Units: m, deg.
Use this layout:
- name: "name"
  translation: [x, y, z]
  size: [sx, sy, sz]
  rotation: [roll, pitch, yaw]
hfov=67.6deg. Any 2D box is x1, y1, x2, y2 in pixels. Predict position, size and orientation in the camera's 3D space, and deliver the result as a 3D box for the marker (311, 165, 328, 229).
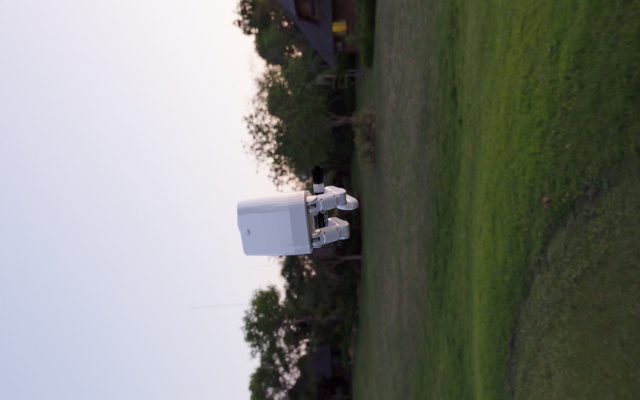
- name: "marker"
  translation: [0.000, 0.003, 0.775]
  size: [0.020, 0.121, 0.020]
  rotation: [-6, 17, 2]
